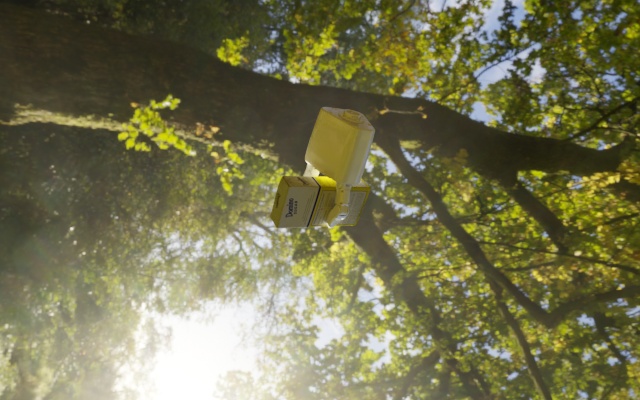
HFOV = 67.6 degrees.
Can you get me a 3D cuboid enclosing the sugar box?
[{"bbox_3d":[0.000,0.003,0.898,0.176,0.093,0.048,2,32,-29],"label":"sugar box"}]
